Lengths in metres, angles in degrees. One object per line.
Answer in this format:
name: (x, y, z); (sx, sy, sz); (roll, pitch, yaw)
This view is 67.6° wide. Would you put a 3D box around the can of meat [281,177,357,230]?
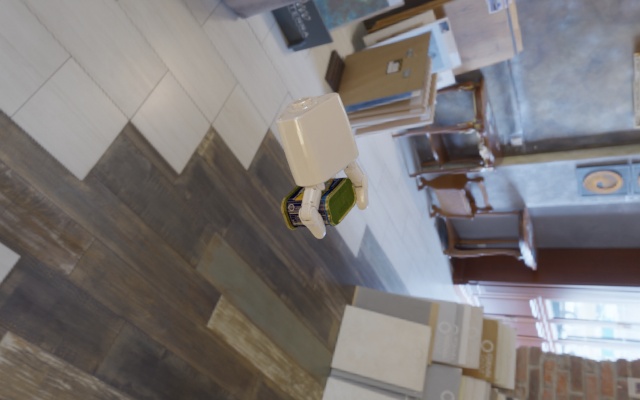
can of meat: (0.000, 0.003, 0.771); (0.084, 0.057, 0.102); (-4, 26, 31)
